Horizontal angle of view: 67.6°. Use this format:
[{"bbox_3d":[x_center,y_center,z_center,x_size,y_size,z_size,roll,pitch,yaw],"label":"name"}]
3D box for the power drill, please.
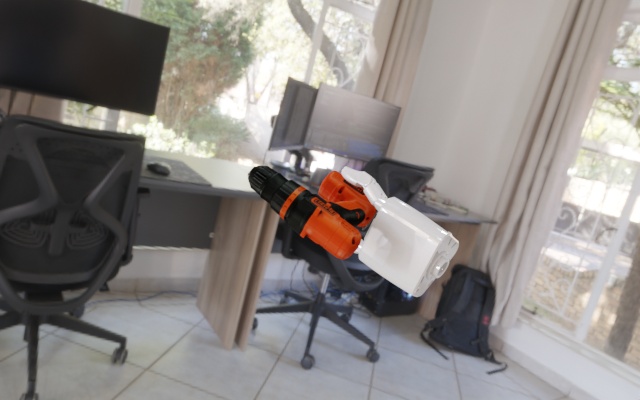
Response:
[{"bbox_3d":[0.001,0.002,0.714,0.184,0.057,0.187,39,23,13],"label":"power drill"}]
